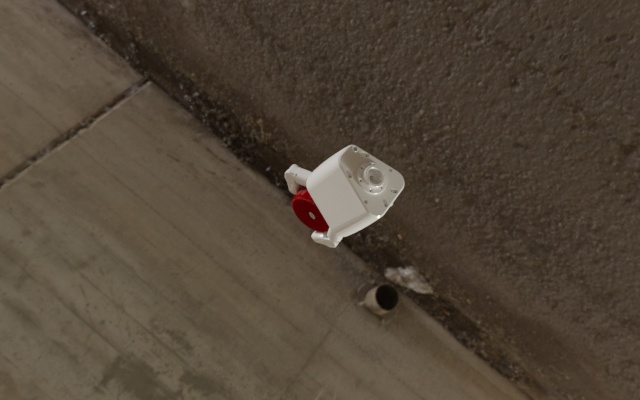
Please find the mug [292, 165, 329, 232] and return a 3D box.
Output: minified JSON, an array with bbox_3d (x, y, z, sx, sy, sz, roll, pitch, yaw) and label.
[{"bbox_3d":[-0.001,0.003,0.821,0.081,0.093,0.117,-49,7,-31],"label":"mug"}]
